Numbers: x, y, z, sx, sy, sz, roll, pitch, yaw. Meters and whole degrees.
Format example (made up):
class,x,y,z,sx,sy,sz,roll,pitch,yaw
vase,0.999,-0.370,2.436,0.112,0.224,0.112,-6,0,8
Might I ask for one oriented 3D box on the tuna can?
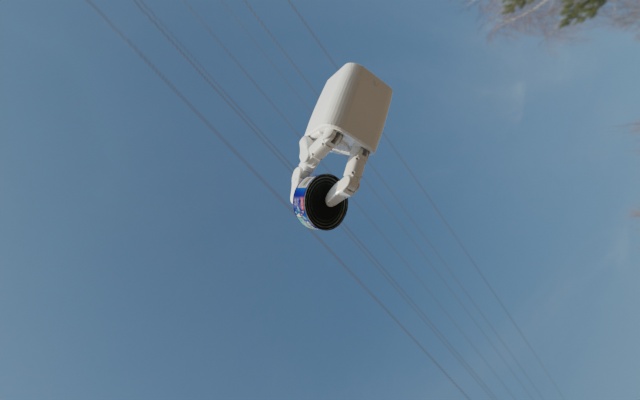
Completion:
class,x,y,z,sx,sy,sz,roll,pitch,yaw
tuna can,0.000,0.002,0.730,0.086,0.086,0.034,0,0,-39
